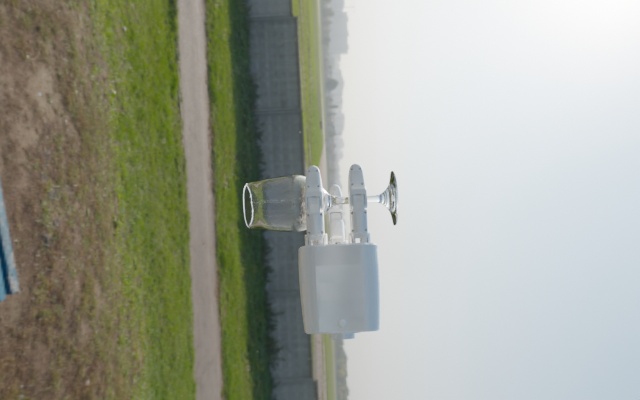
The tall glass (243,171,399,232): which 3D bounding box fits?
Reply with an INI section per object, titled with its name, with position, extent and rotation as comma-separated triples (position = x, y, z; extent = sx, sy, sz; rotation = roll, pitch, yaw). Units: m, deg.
[tall glass]
position = 0.001, 0.002, 0.646
extent = 0.201, 0.079, 0.079
rotation = -3, 0, 1
